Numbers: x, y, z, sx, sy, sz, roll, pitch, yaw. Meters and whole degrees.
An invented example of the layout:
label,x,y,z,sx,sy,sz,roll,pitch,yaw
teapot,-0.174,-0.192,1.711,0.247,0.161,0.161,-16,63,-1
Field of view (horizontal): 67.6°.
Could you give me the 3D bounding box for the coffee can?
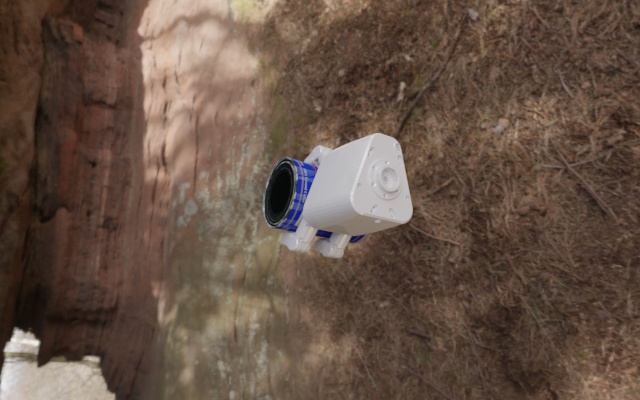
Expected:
label,x,y,z,sx,sy,sz,roll,pitch,yaw
coffee can,0.000,0.002,0.699,0.140,0.103,0.103,13,-6,-29
